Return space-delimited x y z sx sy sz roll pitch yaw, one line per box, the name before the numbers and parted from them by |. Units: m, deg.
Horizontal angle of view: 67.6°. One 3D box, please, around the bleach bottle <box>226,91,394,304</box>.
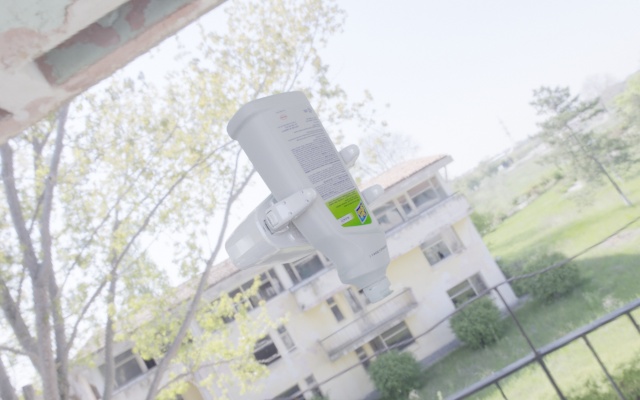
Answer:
bleach bottle | 0.000 0.002 0.532 0.102 0.251 0.068 -25 -8 -42
